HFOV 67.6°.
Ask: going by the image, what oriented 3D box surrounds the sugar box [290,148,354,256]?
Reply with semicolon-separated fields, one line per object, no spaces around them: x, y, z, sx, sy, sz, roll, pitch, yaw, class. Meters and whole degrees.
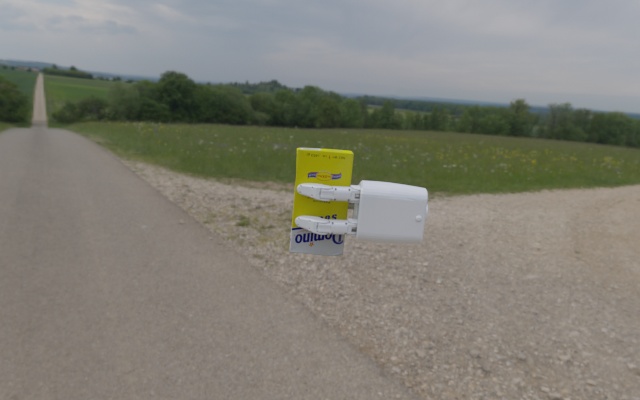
0.000;0.003;0.798;0.093;0.176;0.048;4;11;-3;sugar box
